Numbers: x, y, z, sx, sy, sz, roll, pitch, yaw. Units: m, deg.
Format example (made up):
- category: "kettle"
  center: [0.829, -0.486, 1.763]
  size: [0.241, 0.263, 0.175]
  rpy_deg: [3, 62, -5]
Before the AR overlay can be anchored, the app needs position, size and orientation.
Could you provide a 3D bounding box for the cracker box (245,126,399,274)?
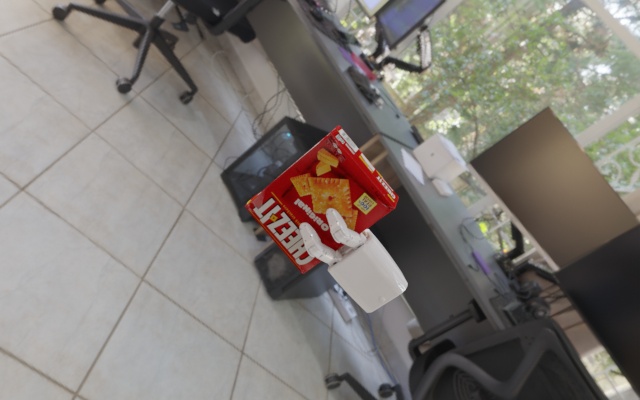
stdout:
- category: "cracker box"
  center: [0.000, 0.003, 0.829]
  size: [0.214, 0.164, 0.072]
  rpy_deg: [-38, 5, 22]
